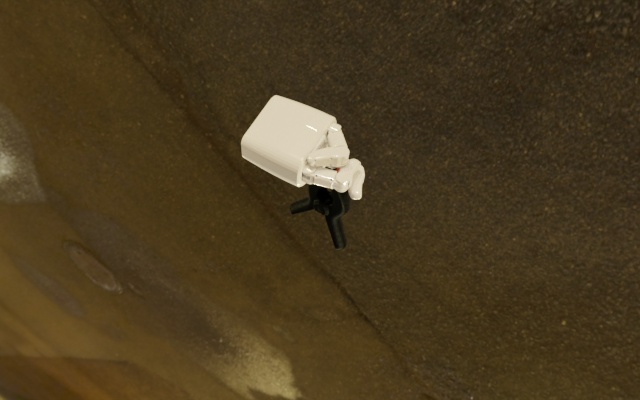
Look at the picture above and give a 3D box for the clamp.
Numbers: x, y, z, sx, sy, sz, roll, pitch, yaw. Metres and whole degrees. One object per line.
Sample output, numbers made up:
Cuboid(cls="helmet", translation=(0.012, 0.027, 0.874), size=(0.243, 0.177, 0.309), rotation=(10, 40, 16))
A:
Cuboid(cls="clamp", translation=(0.000, 0.003, 0.782), size=(0.120, 0.172, 0.039), rotation=(27, 51, 16))
